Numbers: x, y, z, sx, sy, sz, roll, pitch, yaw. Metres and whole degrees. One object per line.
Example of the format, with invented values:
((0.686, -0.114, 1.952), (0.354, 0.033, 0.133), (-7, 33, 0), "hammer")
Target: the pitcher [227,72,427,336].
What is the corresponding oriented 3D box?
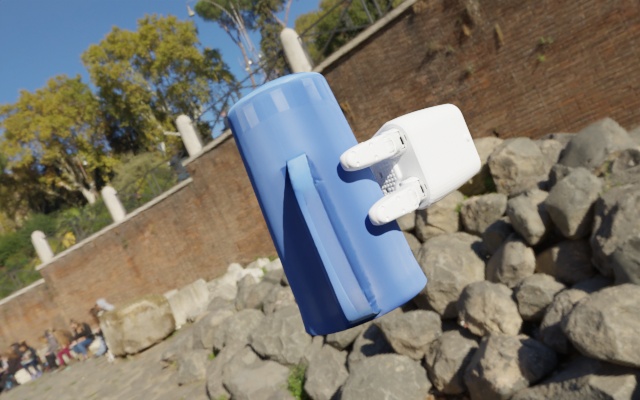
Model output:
((0.000, 0.002, 0.475), (0.145, 0.243, 0.149), (-25, 1, -39), "pitcher")
